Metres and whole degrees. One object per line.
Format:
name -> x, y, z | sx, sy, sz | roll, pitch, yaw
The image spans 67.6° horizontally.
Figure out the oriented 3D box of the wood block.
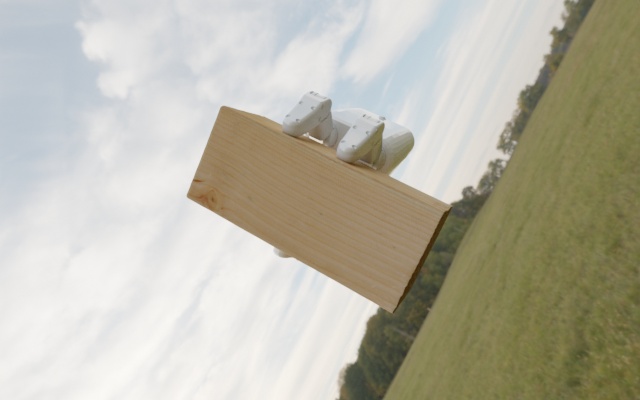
wood block -> 0.000, 0.002, 0.427 | 0.206, 0.091, 0.090 | 27, 11, 16
